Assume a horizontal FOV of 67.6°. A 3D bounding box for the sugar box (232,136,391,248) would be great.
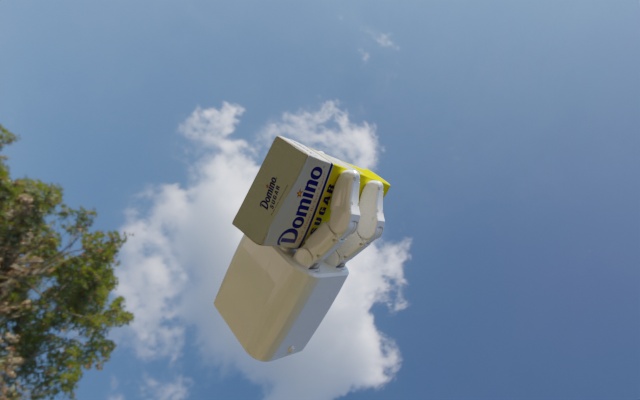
[{"bbox_3d":[0.000,0.002,0.482,0.048,0.093,0.176,34,12,28],"label":"sugar box"}]
